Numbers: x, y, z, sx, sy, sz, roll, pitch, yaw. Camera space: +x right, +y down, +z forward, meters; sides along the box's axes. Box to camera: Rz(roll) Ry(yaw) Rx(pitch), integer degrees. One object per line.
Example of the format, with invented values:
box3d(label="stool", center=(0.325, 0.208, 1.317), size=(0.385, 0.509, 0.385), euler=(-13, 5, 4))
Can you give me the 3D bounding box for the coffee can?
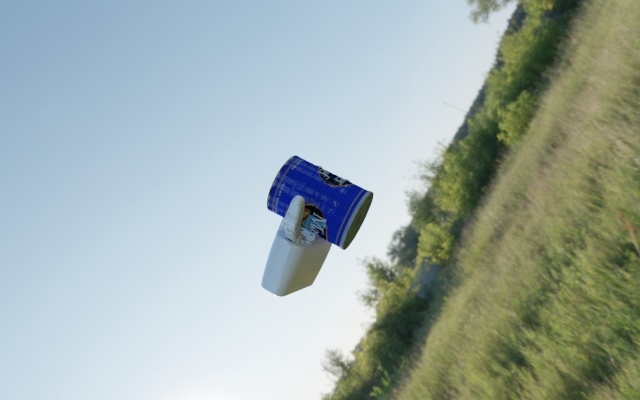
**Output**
box3d(label="coffee can", center=(0.000, 0.002, 0.767), size=(0.140, 0.103, 0.103), euler=(27, 7, 13))
